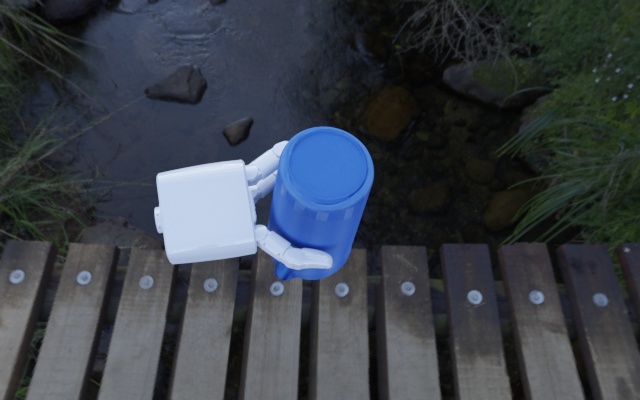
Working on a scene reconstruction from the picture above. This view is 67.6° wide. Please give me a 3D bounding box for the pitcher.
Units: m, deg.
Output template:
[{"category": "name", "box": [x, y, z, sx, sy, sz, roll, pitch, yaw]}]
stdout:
[{"category": "pitcher", "box": [0.000, 0.002, 0.636, 0.145, 0.149, 0.243, -7, -23, -10]}]
